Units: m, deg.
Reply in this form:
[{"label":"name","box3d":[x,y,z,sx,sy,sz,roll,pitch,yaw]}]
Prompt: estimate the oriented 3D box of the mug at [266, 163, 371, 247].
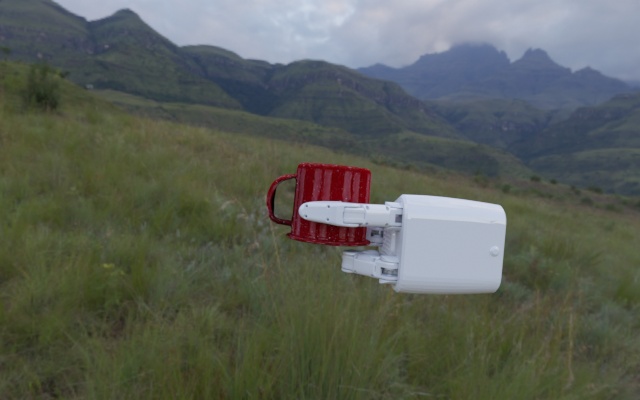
[{"label":"mug","box3d":[-0.001,0.001,0.519,0.117,0.081,0.093,5,2,-6]}]
